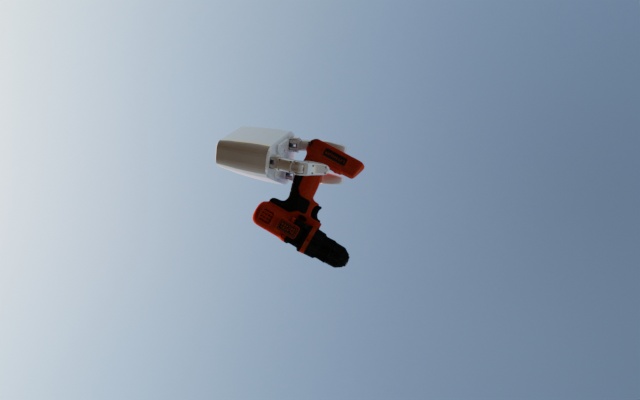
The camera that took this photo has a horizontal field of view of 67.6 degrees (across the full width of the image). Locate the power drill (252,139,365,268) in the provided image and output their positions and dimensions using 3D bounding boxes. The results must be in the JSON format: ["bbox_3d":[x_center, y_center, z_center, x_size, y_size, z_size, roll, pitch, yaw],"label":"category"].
[{"bbox_3d":[0.000,0.002,0.830,0.184,0.187,0.057,29,-4,1],"label":"power drill"}]
